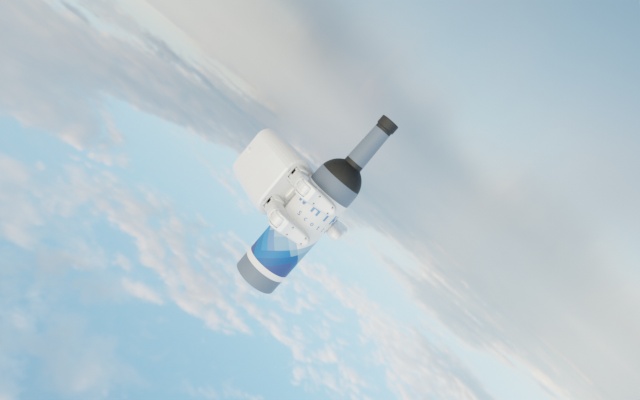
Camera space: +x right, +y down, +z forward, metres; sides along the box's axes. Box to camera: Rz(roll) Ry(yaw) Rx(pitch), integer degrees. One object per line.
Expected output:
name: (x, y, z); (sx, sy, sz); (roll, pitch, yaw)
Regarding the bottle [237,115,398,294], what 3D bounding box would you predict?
bottle: (0.000, 0.002, 0.668); (0.069, 0.296, 0.069); (40, 9, -8)
